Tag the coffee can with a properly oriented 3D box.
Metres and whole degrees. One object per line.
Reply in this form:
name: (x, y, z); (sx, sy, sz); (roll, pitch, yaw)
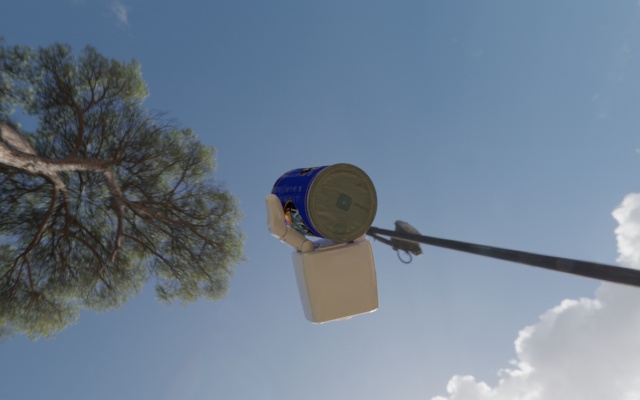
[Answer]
coffee can: (0.000, 0.002, 0.678); (0.103, 0.103, 0.140); (0, 1, -26)
